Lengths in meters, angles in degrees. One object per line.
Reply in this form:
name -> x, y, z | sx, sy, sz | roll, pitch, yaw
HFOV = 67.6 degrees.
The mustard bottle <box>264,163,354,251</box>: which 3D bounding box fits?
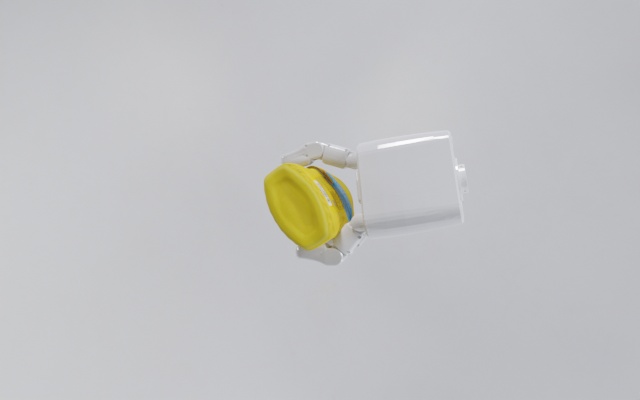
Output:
mustard bottle -> 0.000, 0.002, 0.591 | 0.058, 0.096, 0.191 | -35, -7, 16
